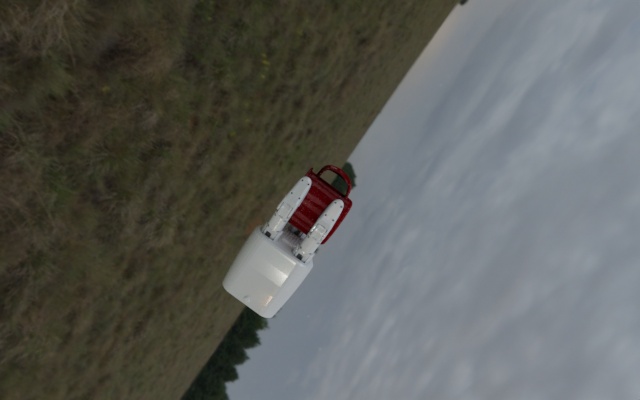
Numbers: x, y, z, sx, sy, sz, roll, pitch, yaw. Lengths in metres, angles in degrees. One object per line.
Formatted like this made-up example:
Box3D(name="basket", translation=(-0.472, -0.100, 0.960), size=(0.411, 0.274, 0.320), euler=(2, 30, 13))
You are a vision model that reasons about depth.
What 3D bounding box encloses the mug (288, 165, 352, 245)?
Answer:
Box3D(name="mug", translation=(0.001, 0.001, 0.705), size=(0.081, 0.117, 0.093), euler=(36, 18, -1))
